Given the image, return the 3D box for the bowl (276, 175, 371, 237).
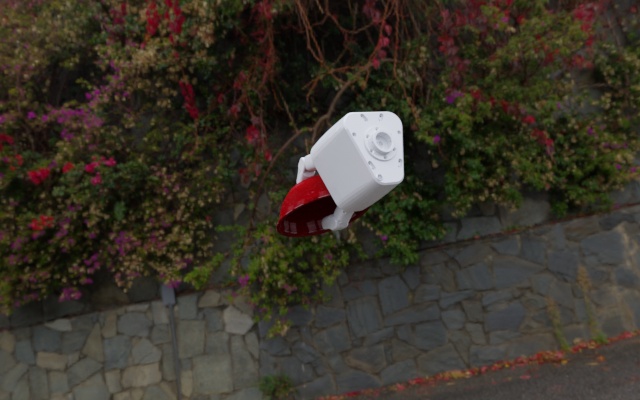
[{"bbox_3d":[-0.001,0.003,0.776,0.162,0.055,0.162,-16,-23,-7],"label":"bowl"}]
